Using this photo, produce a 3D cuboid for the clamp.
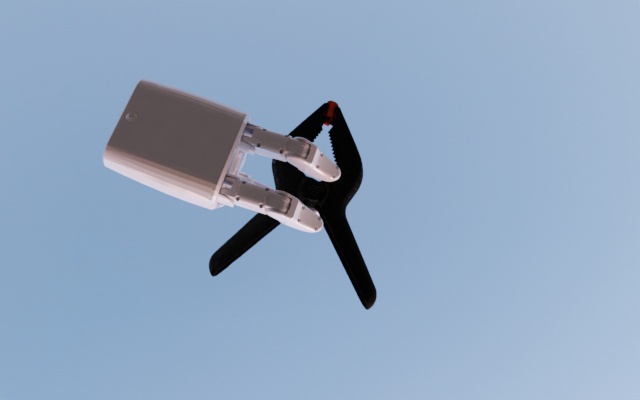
[{"bbox_3d":[0.000,0.001,0.486,0.164,0.210,0.036,20,-16,-4],"label":"clamp"}]
